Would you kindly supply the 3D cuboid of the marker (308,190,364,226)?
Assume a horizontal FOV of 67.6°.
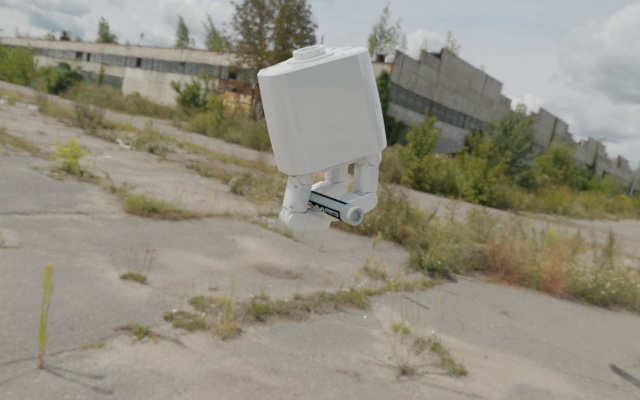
[{"bbox_3d":[0.000,0.002,0.507,0.020,0.020,0.121,0,13,-36],"label":"marker"}]
